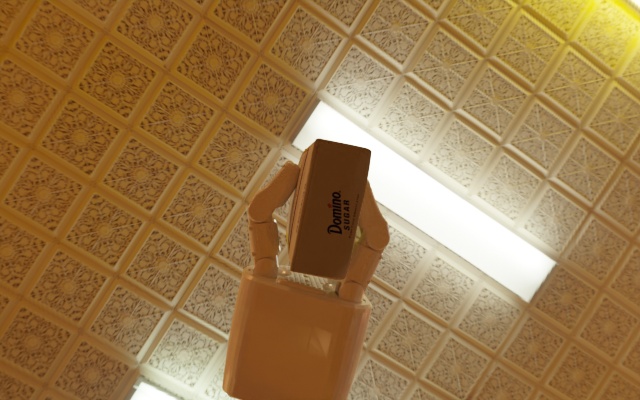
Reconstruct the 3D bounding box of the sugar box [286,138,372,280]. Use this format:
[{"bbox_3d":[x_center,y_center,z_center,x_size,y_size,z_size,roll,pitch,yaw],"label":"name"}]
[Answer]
[{"bbox_3d":[0.001,0.002,0.401,0.048,0.093,0.176,11,3,-8],"label":"sugar box"}]
